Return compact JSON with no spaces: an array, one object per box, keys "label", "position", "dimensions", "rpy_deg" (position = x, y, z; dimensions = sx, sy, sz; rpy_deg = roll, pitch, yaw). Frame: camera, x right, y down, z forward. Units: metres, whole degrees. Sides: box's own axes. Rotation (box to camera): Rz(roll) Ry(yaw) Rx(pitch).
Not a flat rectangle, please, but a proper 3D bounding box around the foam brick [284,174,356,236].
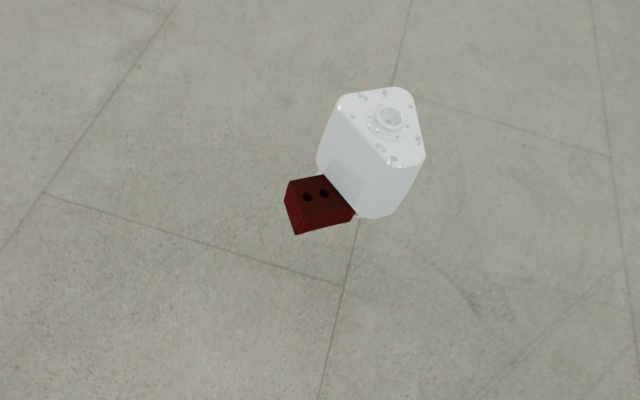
[{"label":"foam brick","position":[0.000,0.002,0.591],"dimensions":[0.078,0.053,0.051],"rpy_deg":[-14,-25,-20]}]
